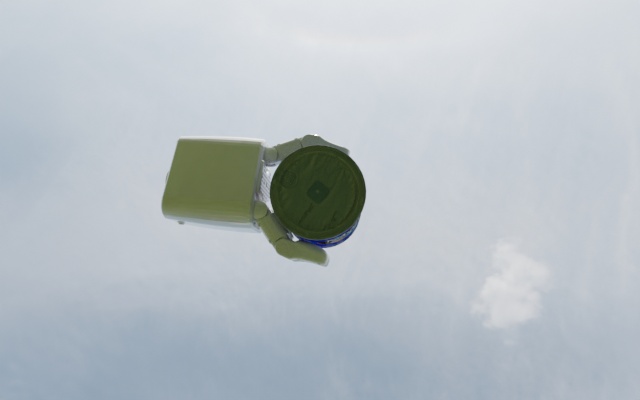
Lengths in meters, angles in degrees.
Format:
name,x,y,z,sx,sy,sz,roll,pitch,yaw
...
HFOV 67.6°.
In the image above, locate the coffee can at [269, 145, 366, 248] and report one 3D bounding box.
name,x,y,z,sx,sy,sz,roll,pitch,yaw
coffee can,0.000,0.002,0.572,0.103,0.103,0.140,0,-9,3
